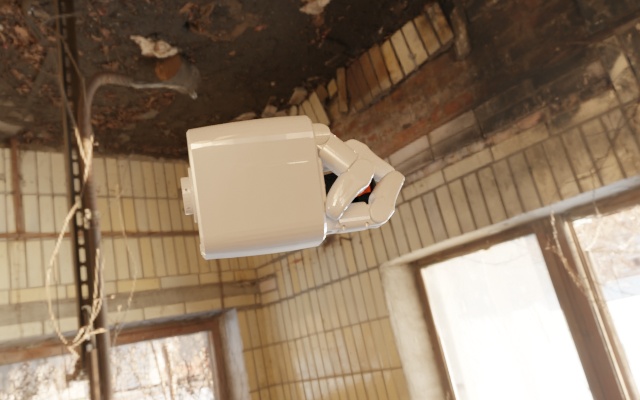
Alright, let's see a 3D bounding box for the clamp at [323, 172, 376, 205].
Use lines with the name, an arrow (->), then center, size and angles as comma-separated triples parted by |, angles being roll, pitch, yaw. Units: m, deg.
clamp -> 0.000, 0.002, 0.518 | 0.120, 0.039, 0.171 | -7, -16, -15
